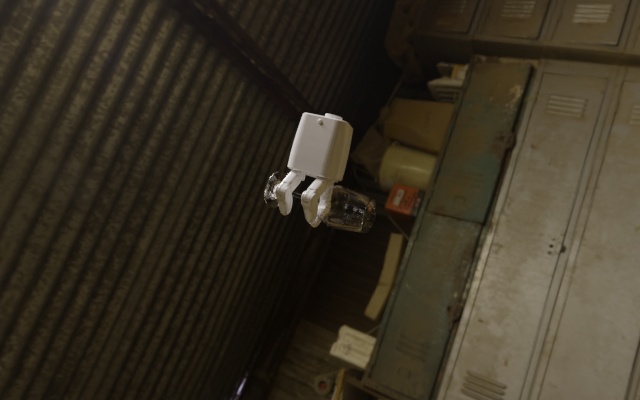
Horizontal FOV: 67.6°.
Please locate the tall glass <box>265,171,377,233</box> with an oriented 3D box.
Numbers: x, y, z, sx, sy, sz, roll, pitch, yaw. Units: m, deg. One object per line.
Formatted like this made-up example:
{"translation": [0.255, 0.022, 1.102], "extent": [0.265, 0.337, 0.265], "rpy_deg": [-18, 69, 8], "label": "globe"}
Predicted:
{"translation": [0.000, 0.003, 0.880], "extent": [0.201, 0.079, 0.079], "rpy_deg": [16, 7, 26], "label": "tall glass"}
